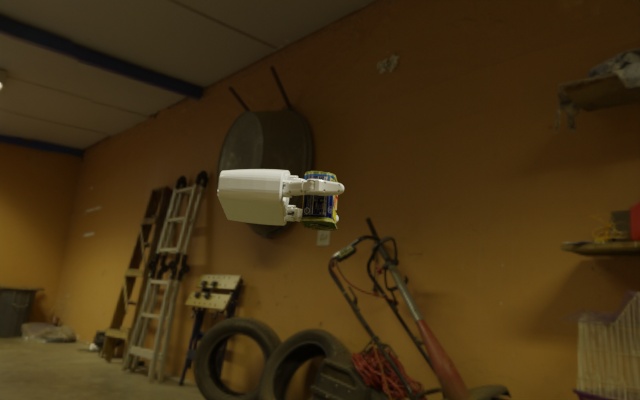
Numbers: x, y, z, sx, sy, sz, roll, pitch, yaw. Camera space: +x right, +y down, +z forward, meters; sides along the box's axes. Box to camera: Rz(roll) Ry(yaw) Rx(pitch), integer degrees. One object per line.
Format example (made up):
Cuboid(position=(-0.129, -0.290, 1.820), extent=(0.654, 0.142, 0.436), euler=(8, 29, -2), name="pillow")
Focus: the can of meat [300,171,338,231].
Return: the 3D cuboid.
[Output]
Cuboid(position=(0.000, 0.002, 0.815), extent=(0.057, 0.084, 0.102), euler=(2, -12, 6), name="can of meat")
